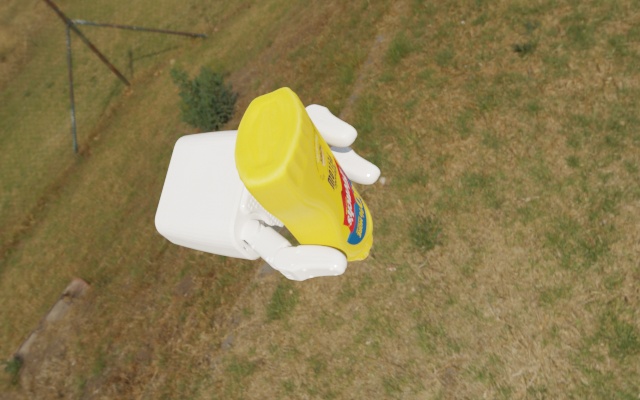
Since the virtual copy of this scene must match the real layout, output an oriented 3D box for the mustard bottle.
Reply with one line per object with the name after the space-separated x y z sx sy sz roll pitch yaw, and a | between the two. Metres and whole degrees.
0.000 0.001 0.414 0.058 0.096 0.192 -18 -40 18 | mustard bottle
